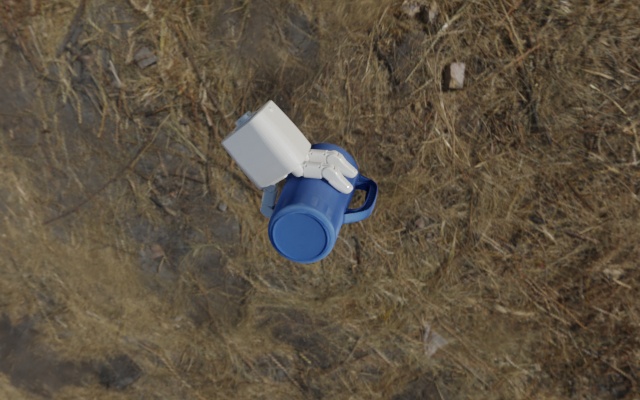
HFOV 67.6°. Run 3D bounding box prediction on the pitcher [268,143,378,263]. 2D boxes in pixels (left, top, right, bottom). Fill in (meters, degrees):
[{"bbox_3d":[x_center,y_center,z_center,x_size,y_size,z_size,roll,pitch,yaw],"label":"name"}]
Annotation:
[{"bbox_3d":[0.000,0.003,0.835,0.149,0.145,0.242,-33,17,24],"label":"pitcher"}]
